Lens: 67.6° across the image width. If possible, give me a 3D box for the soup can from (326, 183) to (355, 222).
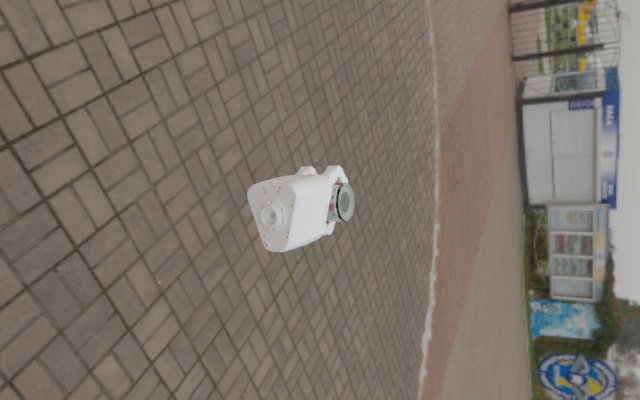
[{"bbox_3d":[0.001,0.003,0.838,0.102,0.068,0.068,0,0,29],"label":"soup can"}]
